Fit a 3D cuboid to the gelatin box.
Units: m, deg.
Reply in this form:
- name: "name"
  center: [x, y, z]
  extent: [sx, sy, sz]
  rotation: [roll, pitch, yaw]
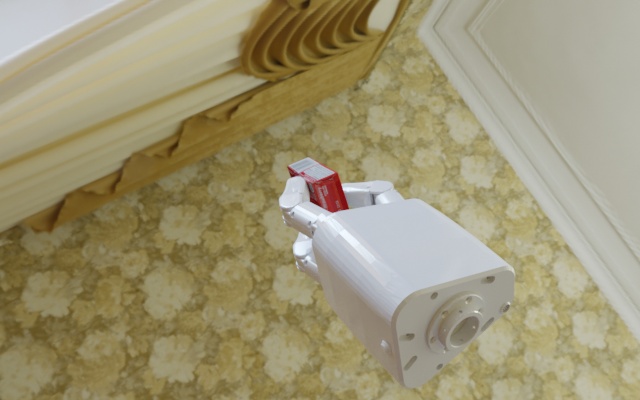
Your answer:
- name: "gelatin box"
  center: [0.000, 0.001, 0.482]
  extent: [0.030, 0.073, 0.089]
  rotation: [-23, 21, -13]
